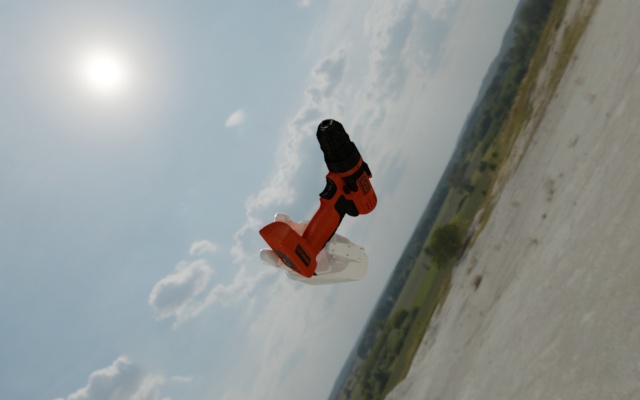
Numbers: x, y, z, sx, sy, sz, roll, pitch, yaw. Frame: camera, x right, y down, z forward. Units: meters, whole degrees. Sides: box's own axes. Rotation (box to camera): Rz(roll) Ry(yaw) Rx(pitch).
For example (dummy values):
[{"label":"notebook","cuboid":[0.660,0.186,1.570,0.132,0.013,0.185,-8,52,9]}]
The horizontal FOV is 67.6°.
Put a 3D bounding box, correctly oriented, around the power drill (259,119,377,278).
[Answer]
[{"label":"power drill","cuboid":[0.000,0.003,0.680,0.057,0.187,0.185,23,-25,42]}]
